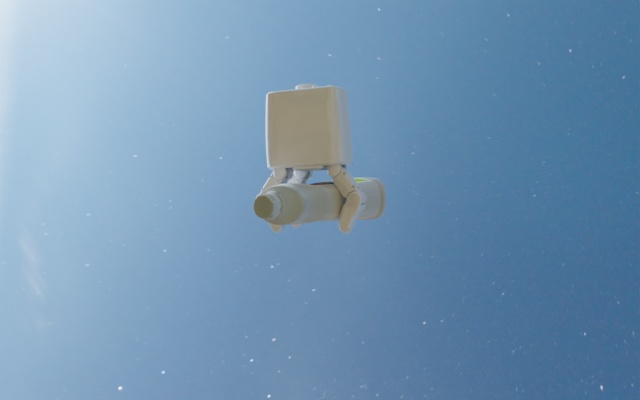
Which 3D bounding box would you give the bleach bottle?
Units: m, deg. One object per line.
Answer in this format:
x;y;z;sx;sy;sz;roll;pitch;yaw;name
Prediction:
0.000;0.002;0.672;0.102;0.068;0.251;0;2;29;bleach bottle
